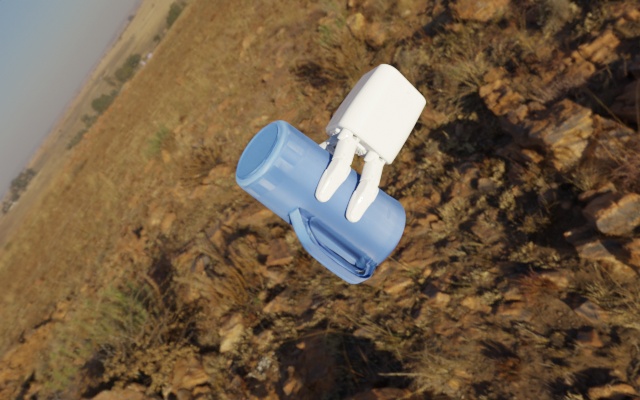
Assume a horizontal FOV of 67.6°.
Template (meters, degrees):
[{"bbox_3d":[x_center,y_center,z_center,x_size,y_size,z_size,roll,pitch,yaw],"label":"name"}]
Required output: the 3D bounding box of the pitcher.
[{"bbox_3d":[0.000,0.002,0.691,0.243,0.145,0.149,36,-3,-29],"label":"pitcher"}]
